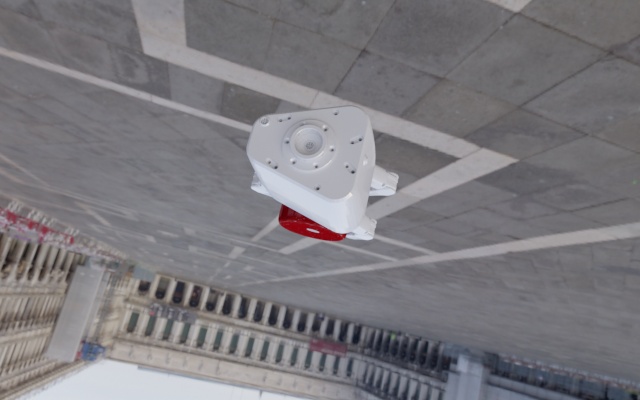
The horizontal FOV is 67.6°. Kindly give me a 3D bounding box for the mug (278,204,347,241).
[{"bbox_3d":[0.000,0.002,0.571,0.093,0.081,0.117,11,-15,11],"label":"mug"}]
